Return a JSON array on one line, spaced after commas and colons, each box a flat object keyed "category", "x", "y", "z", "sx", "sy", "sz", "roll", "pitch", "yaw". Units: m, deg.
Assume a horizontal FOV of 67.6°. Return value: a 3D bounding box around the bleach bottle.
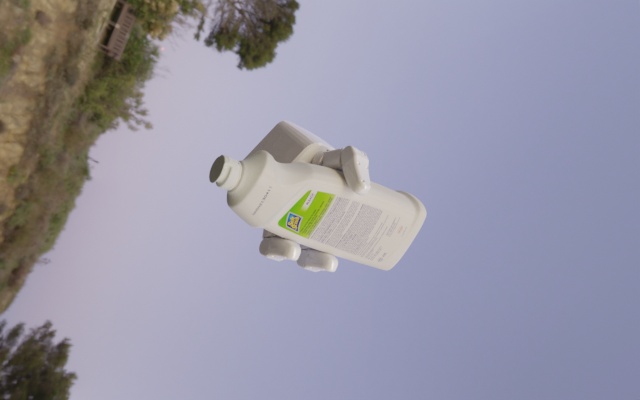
[{"category": "bleach bottle", "x": 0.000, "y": 0.002, "z": 0.524, "sx": 0.251, "sy": 0.102, "sz": 0.068, "roll": 22, "pitch": 13, "yaw": -35}]
